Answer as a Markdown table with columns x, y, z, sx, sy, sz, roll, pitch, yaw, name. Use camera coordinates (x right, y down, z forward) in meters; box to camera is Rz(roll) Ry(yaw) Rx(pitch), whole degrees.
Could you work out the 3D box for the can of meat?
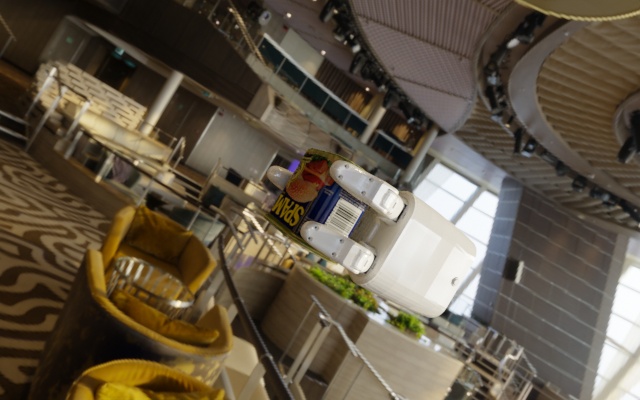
| x | y | z | sx | sy | sz | roll | pitch | yaw | name |
| --- | --- | --- | --- | --- | --- | --- | --- | --- | --- |
| 0.000 | 0.001 | 0.448 | 0.057 | 0.084 | 0.102 | 32 | -1 | -25 | can of meat |
